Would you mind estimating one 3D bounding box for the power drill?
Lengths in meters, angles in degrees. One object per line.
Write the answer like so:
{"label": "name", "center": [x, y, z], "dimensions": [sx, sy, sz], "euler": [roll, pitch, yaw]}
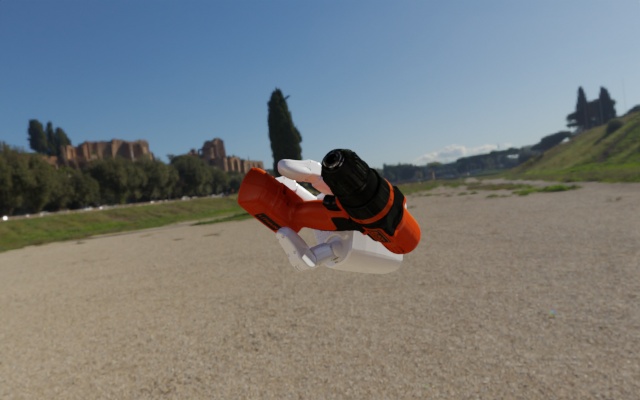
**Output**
{"label": "power drill", "center": [0.000, 0.002, 0.530], "dimensions": [0.187, 0.057, 0.184], "euler": [6, -26, 36]}
